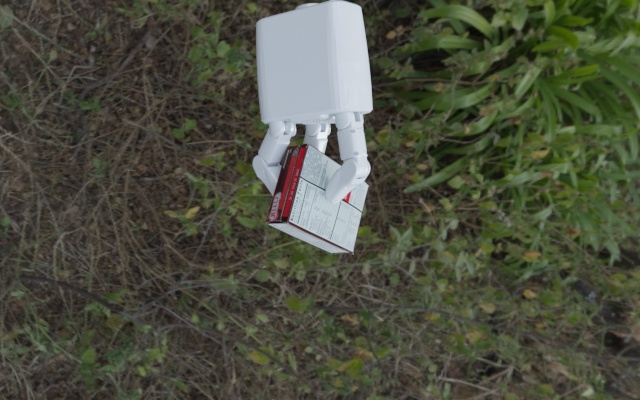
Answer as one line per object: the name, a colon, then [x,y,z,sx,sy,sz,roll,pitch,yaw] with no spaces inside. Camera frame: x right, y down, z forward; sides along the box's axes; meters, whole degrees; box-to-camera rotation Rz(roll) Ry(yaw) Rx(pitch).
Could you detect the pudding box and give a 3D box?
pudding box: [0.000,0.002,0.526,0.039,0.090,0.113,-2,-23,46]
